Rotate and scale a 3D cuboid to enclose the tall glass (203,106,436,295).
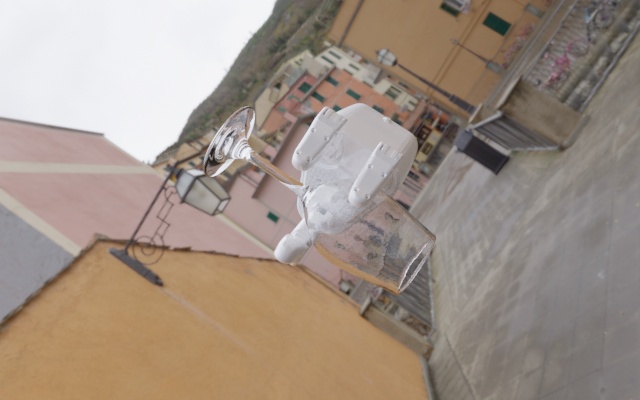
[{"bbox_3d":[-0.001,0.001,0.422,0.201,0.079,0.079,34,4,6],"label":"tall glass"}]
